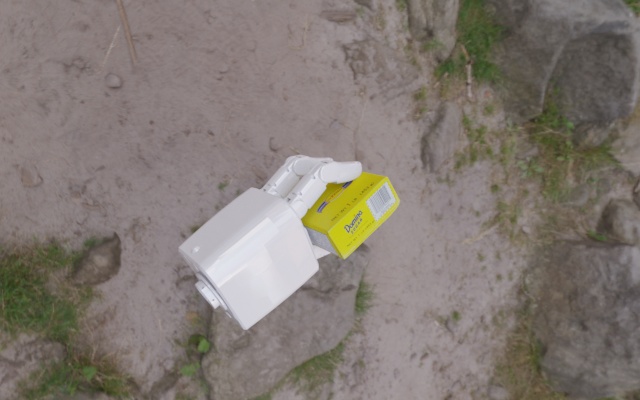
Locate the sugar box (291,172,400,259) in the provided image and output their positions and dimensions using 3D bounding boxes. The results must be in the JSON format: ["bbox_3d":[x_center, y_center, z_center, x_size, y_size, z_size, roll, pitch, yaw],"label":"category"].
[{"bbox_3d":[0.000,0.002,0.560,0.093,0.048,0.176,-42,31,-20],"label":"sugar box"}]
